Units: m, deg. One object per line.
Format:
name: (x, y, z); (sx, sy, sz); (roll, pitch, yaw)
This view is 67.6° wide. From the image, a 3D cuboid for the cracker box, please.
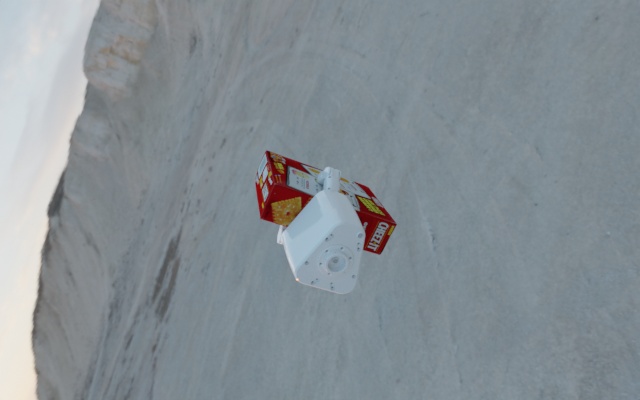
cracker box: (0.000, 0.002, 0.811); (0.214, 0.072, 0.164); (19, 18, -19)
